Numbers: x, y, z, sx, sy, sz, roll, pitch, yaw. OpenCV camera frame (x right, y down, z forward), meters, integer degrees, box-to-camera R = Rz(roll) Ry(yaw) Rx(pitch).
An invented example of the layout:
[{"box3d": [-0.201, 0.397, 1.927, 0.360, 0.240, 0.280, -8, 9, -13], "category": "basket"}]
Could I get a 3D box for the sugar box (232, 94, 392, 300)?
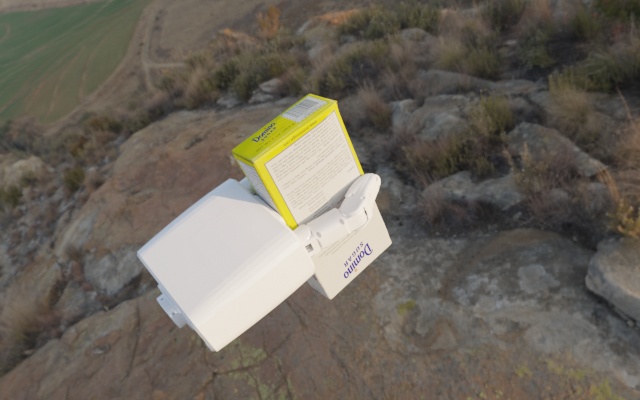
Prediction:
[{"box3d": [0.000, 0.001, 0.447, 0.093, 0.176, 0.048, -39, 40, -19], "category": "sugar box"}]
